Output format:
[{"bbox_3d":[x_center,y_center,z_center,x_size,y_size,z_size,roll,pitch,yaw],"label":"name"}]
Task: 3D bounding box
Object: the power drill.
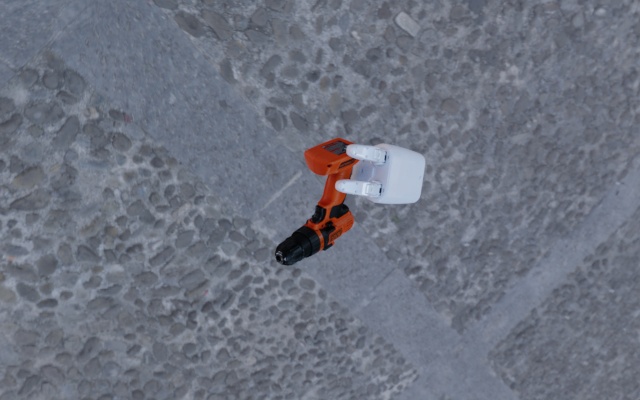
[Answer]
[{"bbox_3d":[0.000,0.002,0.774,0.057,0.188,0.184,28,36,26],"label":"power drill"}]
